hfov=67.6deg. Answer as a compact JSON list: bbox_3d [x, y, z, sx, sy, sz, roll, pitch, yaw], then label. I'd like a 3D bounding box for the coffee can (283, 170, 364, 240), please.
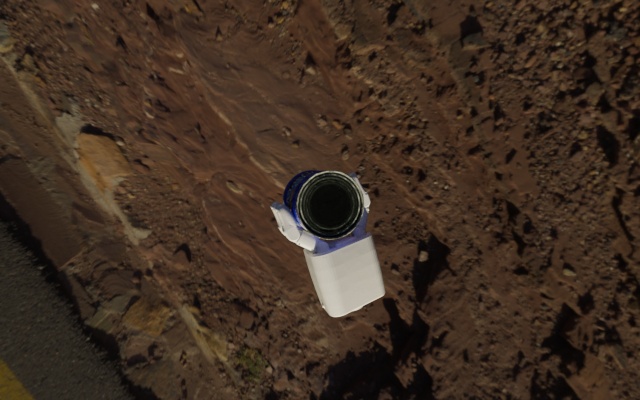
[{"bbox_3d":[0.000,0.002,0.764,0.103,0.103,0.140,0,4,-12],"label":"coffee can"}]
